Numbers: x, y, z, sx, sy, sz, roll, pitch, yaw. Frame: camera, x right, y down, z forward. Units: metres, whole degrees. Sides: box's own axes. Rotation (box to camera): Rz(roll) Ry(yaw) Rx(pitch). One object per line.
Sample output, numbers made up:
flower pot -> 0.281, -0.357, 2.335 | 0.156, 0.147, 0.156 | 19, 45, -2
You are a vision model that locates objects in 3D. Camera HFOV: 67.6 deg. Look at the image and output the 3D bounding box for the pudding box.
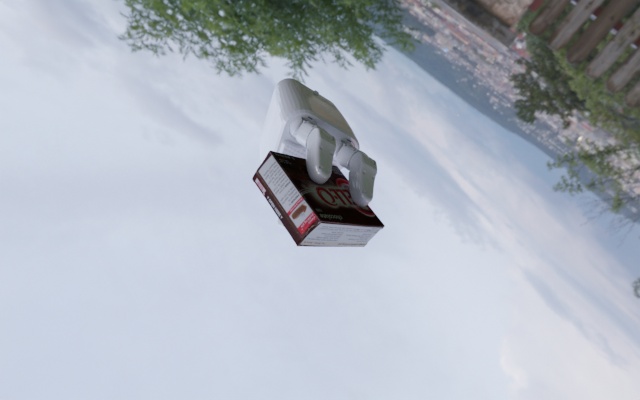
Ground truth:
pudding box -> 0.000, 0.002, 0.464 | 0.113, 0.039, 0.090 | 5, 41, -52
